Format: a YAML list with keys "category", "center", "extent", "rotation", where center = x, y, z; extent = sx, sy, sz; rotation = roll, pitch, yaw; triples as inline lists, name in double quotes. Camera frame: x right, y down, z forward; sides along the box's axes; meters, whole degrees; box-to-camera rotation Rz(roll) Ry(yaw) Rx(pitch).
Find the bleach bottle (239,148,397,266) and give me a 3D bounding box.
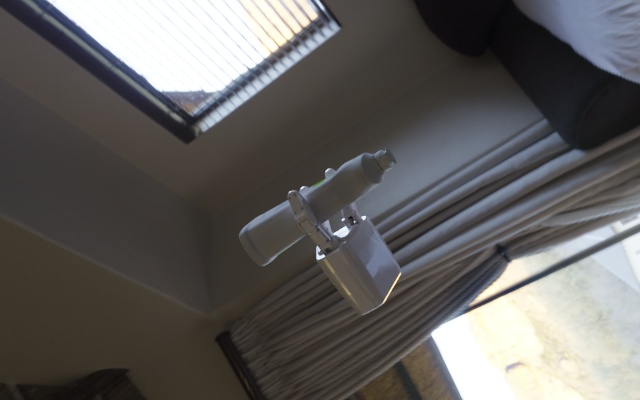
- category: "bleach bottle"
  center: [0.000, 0.002, 0.714]
  extent: [0.251, 0.068, 0.102]
  rotation: [-33, 7, 21]
